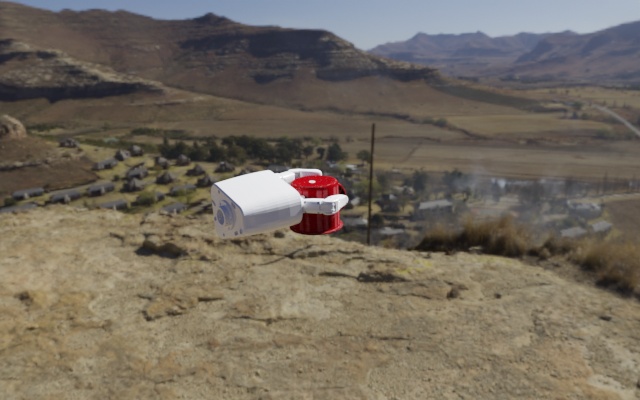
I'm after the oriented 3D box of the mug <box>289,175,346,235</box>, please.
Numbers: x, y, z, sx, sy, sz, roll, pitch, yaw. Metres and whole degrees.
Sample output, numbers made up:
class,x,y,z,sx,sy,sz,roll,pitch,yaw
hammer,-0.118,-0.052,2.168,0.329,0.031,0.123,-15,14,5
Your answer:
class,x,y,z,sx,sy,sz,roll,pitch,yaw
mug,0.001,0.002,0.822,0.117,0.081,0.093,-16,22,-37
